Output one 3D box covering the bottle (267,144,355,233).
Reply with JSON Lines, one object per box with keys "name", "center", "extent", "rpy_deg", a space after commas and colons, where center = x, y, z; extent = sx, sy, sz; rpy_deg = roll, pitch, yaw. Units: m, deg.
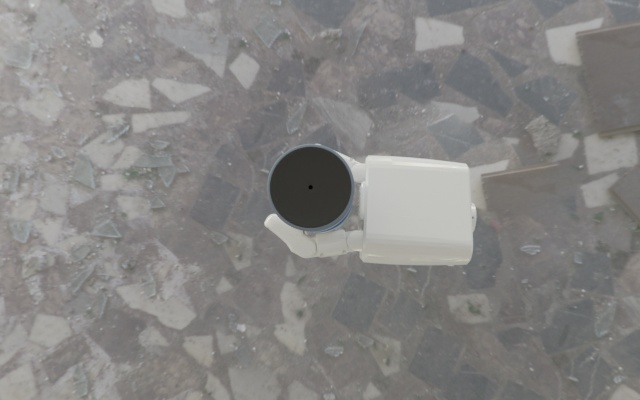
{"name": "bottle", "center": [0.000, 0.002, 0.505], "extent": [0.069, 0.069, 0.296], "rpy_deg": [0, -5, 3]}
